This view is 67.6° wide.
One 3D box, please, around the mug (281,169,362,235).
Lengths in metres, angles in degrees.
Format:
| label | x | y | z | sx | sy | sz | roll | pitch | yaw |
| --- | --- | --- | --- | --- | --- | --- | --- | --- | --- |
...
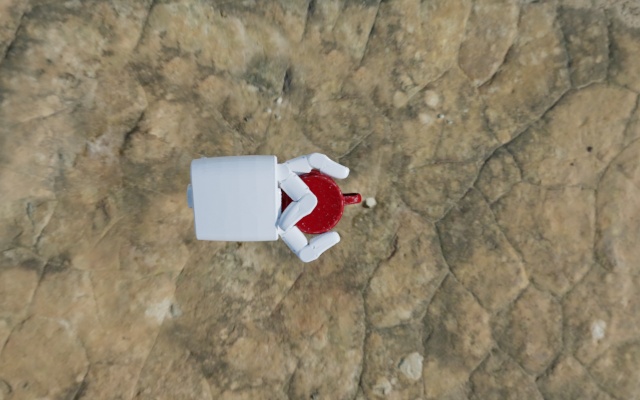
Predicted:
| label | x | y | z | sx | sy | sz | roll | pitch | yaw |
| --- | --- | --- | --- | --- | --- | --- | --- | --- | --- |
| mug | 0.002 | 0.002 | 0.671 | 0.117 | 0.093 | 0.081 | -2 | 5 | -6 |
